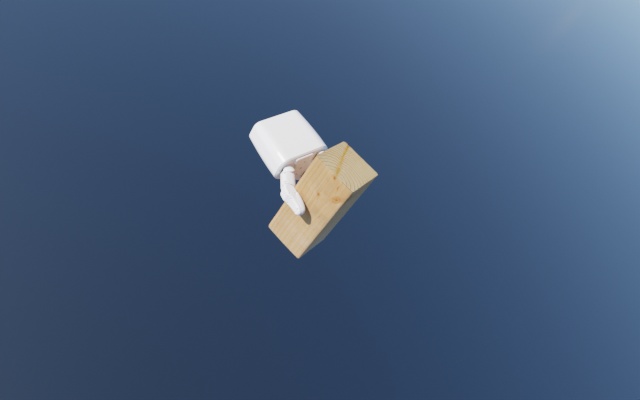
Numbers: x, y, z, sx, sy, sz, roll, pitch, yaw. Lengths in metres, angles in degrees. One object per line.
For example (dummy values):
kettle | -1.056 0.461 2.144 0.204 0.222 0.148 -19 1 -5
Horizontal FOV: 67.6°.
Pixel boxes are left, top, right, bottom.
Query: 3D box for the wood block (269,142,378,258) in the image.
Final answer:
wood block | 0.000 0.003 0.882 0.090 0.090 0.206 -32 -16 -48
